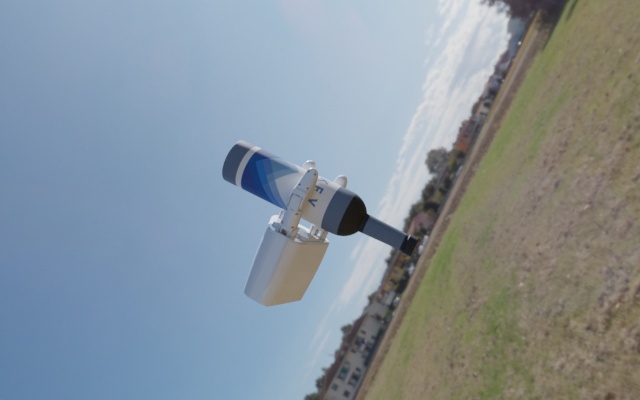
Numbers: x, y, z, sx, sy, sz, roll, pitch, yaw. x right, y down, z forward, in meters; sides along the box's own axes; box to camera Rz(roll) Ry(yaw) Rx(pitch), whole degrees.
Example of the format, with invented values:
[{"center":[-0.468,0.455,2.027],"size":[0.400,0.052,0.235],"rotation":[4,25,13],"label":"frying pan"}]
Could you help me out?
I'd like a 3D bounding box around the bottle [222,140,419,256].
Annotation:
[{"center":[0.000,0.002,0.687],"size":[0.295,0.069,0.069],"rotation":[26,6,12],"label":"bottle"}]
